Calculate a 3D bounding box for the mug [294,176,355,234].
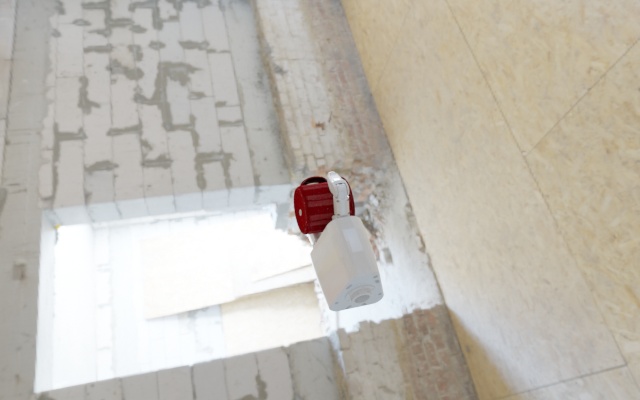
[{"bbox_3d":[0.000,0.002,0.803,0.081,0.117,0.093,-8,-39,-16],"label":"mug"}]
